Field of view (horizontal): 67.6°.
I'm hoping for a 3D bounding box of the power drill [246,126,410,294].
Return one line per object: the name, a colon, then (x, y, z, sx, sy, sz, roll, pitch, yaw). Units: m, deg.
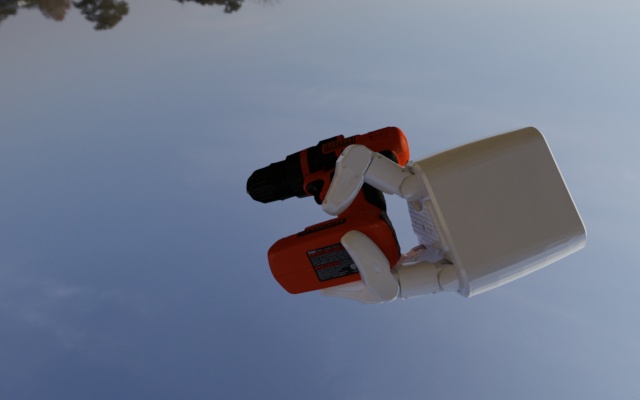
power drill: (0.000, 0.002, 0.460, 0.184, 0.057, 0.187, -17, 32, 15)
